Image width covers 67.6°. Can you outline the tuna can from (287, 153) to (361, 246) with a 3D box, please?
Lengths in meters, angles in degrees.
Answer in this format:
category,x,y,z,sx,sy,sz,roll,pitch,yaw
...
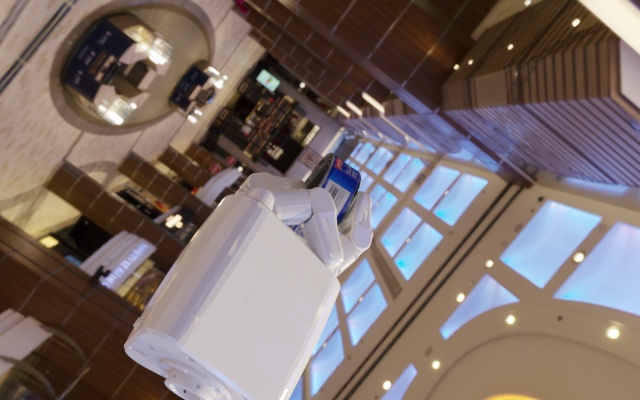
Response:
category,x,y,z,sx,sy,sz,roll,pitch,yaw
tuna can,0.001,0.002,0.433,0.034,0.086,0.086,32,-7,-10
